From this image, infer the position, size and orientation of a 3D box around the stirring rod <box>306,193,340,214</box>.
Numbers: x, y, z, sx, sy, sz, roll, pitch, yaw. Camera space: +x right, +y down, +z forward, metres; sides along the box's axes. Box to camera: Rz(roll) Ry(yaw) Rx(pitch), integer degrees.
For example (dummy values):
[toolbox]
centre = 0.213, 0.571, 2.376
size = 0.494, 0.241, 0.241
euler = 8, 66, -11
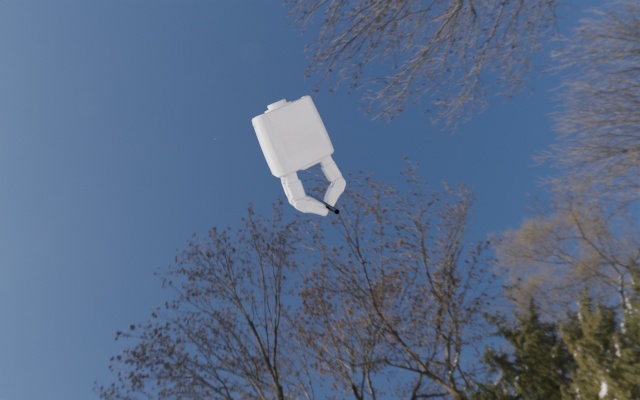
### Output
[stirring rod]
centre = 0.000, 0.003, 0.863
size = 0.011, 0.011, 0.239
euler = 0, 7, -12
